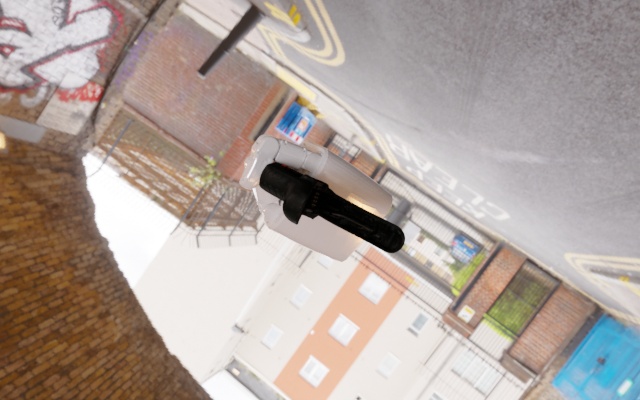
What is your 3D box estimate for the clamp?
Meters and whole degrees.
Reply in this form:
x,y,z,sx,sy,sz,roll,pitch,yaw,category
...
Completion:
x,y,z,sx,sy,sz,roll,pitch,yaw,category
0.000,0.002,0.447,0.120,0.039,0.171,27,7,-26,clamp
